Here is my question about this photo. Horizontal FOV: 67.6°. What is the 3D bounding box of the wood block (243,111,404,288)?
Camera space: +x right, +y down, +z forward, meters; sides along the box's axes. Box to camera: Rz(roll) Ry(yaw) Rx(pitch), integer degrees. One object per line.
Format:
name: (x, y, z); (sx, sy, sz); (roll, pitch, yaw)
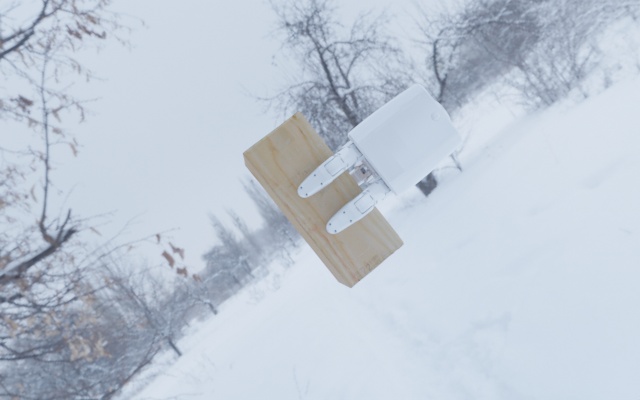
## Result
wood block: (0.000, 0.002, 0.615); (0.090, 0.206, 0.091); (-38, 0, -8)
